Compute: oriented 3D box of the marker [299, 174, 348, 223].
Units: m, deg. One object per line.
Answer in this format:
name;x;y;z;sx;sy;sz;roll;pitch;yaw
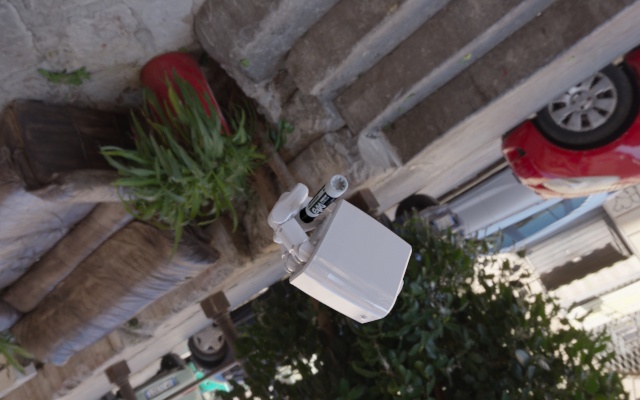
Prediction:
marker;0.000;0.002;0.504;0.020;0.020;0.121;0;-17;-17
